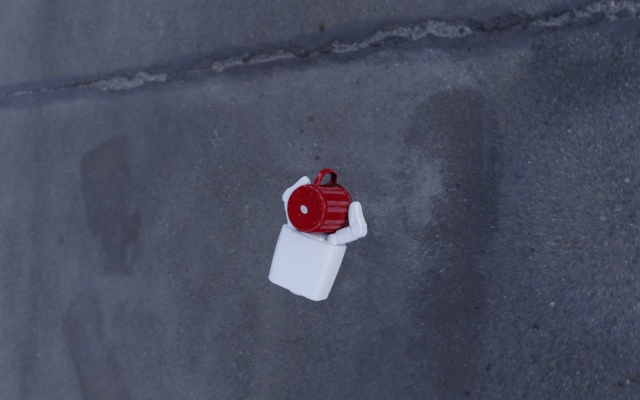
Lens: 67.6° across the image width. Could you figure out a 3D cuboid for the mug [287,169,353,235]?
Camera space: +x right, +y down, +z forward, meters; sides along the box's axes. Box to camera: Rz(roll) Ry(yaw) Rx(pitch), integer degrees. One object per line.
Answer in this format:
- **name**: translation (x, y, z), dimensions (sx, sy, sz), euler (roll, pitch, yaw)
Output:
- **mug**: translation (0.000, 0.001, 0.813), dimensions (0.093, 0.117, 0.081), euler (23, 12, 32)
